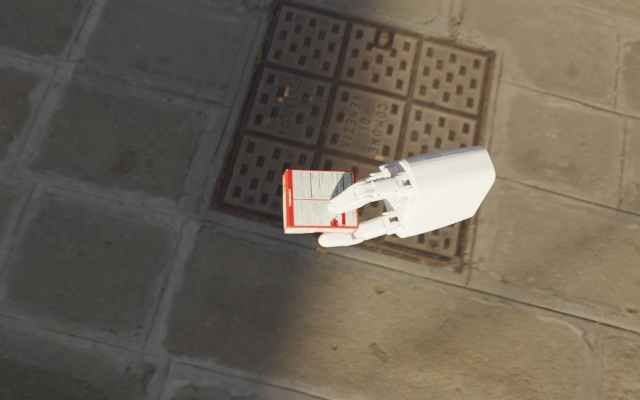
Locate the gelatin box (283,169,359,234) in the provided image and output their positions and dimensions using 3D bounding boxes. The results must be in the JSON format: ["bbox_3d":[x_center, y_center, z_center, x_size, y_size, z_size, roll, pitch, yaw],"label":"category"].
[{"bbox_3d":[0.000,0.002,0.578,0.089,0.073,0.030,1,-17,-13],"label":"gelatin box"}]
